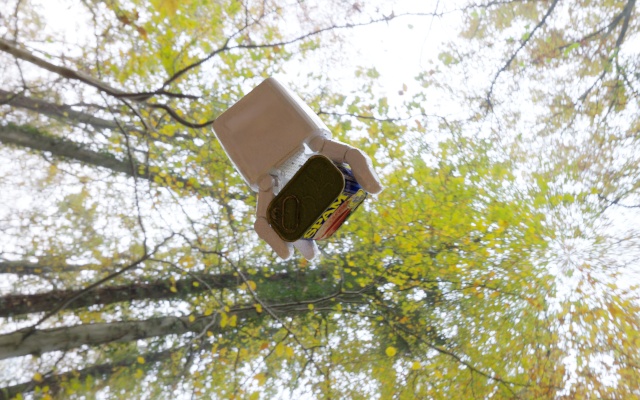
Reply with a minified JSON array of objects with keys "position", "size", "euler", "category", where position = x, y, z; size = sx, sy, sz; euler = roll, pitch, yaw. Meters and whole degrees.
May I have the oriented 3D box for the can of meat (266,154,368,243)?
[{"position":[0.000,0.002,0.559],"size":[0.057,0.102,0.084],"euler":[48,16,23],"category":"can of meat"}]
